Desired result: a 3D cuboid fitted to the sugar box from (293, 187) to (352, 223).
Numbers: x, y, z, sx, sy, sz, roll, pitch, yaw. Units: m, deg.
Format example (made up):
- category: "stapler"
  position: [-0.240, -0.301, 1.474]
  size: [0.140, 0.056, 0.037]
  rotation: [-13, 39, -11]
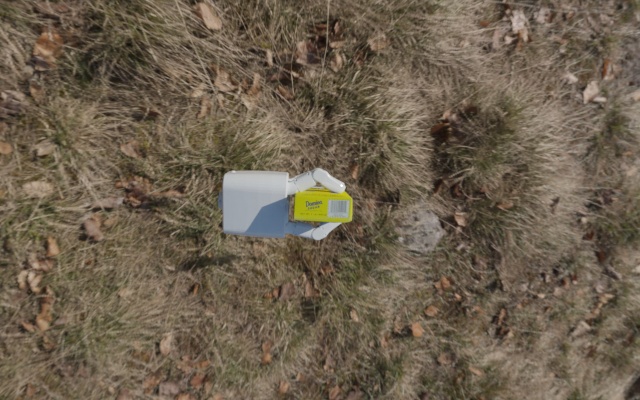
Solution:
- category: "sugar box"
  position: [0.000, 0.002, 0.830]
  size: [0.093, 0.048, 0.176]
  rotation: [3, 9, -4]
